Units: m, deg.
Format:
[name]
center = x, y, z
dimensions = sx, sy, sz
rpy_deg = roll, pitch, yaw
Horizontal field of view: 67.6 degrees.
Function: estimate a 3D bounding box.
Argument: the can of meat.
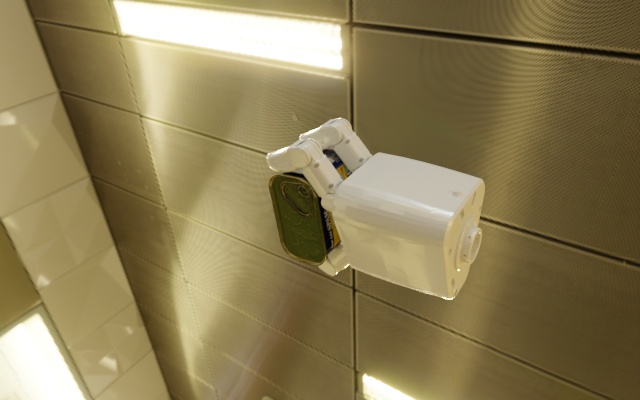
[can of meat]
center = 0.000, 0.002, 0.496
dimensions = 0.057, 0.102, 0.084
rpy_deg = 13, 36, 34
